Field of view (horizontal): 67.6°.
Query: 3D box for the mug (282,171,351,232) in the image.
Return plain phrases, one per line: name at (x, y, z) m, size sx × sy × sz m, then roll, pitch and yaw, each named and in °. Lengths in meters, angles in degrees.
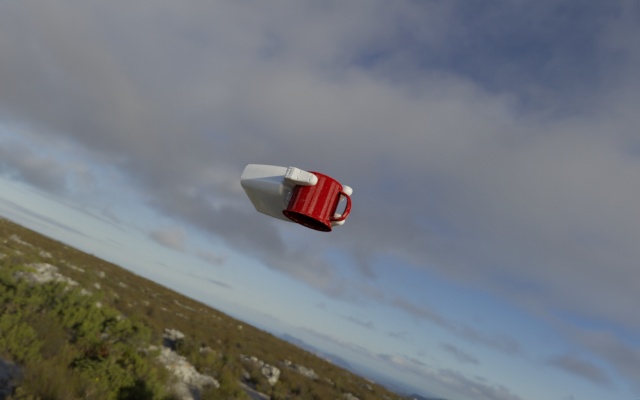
mug at (0.001, 0.003, 0.836) m, size 0.117 × 0.081 × 0.093 m, roll 11°, pitch -18°, yaw 32°
